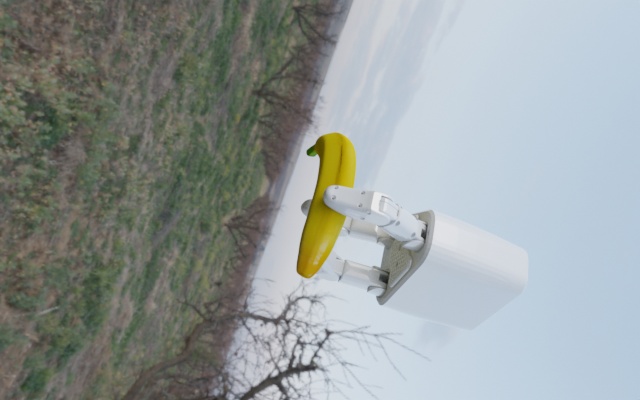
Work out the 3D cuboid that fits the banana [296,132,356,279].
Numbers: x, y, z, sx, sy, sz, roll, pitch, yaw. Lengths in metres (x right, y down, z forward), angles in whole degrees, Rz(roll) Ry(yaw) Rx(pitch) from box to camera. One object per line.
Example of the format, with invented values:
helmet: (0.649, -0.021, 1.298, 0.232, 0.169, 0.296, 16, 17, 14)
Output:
banana: (0.008, -0.014, 0.464, 0.037, 0.070, 0.197, 22, 37, -13)
